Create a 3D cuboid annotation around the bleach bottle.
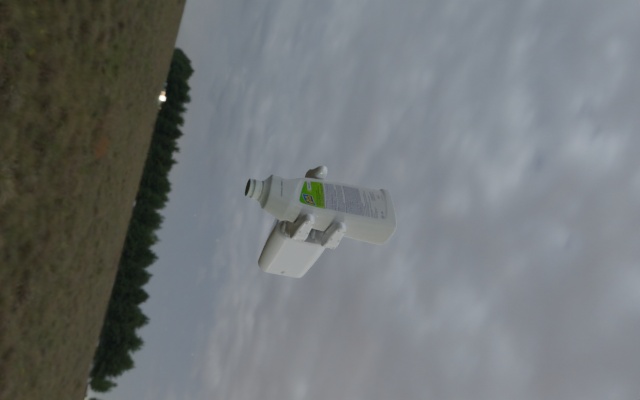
[{"bbox_3d":[0.000,0.003,0.788,0.251,0.102,0.068,14,-48,-21],"label":"bleach bottle"}]
